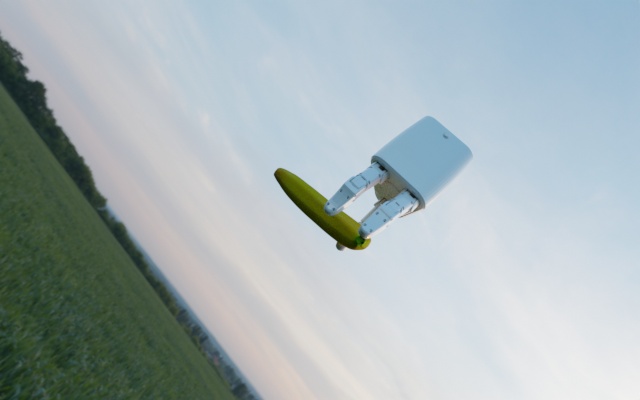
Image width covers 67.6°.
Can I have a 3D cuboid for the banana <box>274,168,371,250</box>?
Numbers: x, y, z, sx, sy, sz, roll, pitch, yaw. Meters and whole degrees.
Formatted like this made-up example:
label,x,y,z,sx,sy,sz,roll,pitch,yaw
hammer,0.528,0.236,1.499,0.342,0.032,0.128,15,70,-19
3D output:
label,x,y,z,sx,sy,sz,roll,pitch,yaw
banana,0.008,0.015,0.651,0.197,0.037,0.070,36,-19,40
